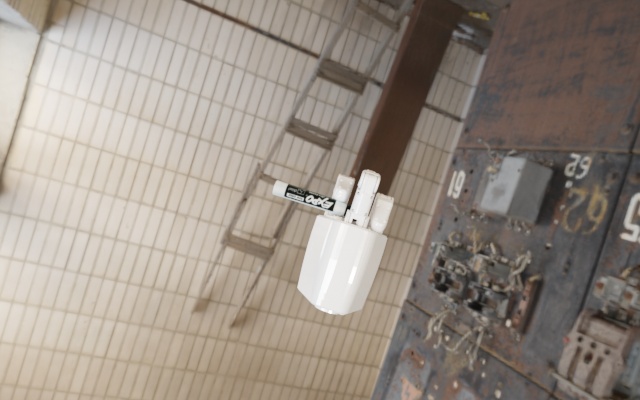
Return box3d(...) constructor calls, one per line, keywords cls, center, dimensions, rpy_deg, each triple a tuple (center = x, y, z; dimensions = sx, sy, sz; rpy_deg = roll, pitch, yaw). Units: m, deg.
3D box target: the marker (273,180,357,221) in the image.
box3d(cls="marker", center=(0.000, 0.002, 0.595), dimensions=(0.121, 0.020, 0.020), rpy_deg=(18, 1, 3))
